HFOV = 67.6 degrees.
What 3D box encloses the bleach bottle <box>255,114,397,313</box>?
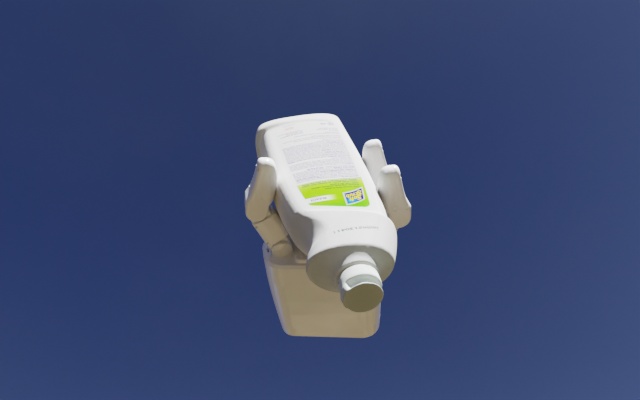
[{"bbox_3d":[0.000,0.001,0.431,0.102,0.068,0.250,-11,34,-5],"label":"bleach bottle"}]
